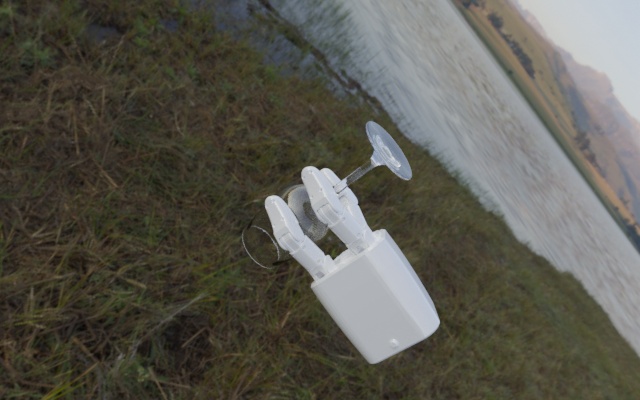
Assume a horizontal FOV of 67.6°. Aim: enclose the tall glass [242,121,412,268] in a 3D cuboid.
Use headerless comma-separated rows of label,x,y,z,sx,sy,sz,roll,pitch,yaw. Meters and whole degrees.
tall glass,0.001,0.001,0.537,0.201,0.079,0.079,-37,-18,25
